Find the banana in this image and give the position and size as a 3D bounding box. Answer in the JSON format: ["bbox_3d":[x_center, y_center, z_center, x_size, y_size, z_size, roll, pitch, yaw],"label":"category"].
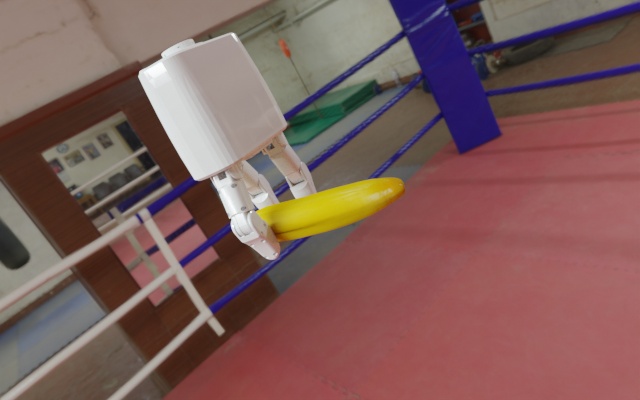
[{"bbox_3d":[-0.013,0.011,0.470,0.198,0.037,0.069,-13,19,43],"label":"banana"}]
